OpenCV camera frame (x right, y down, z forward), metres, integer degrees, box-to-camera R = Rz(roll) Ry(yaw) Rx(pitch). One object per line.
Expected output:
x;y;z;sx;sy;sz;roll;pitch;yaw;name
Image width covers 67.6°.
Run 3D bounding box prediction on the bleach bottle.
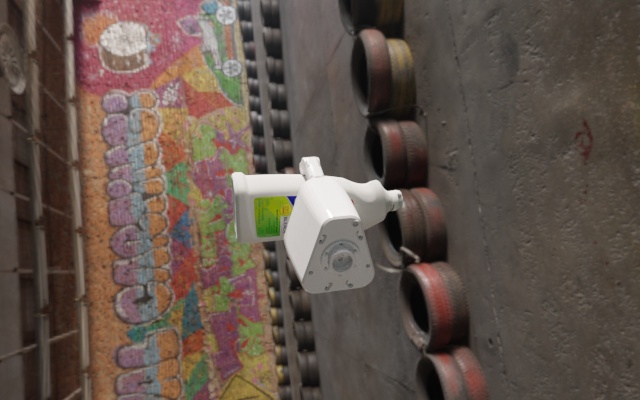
0.000;0.002;0.702;0.251;0.103;0.068;-5;29;-13;bleach bottle
